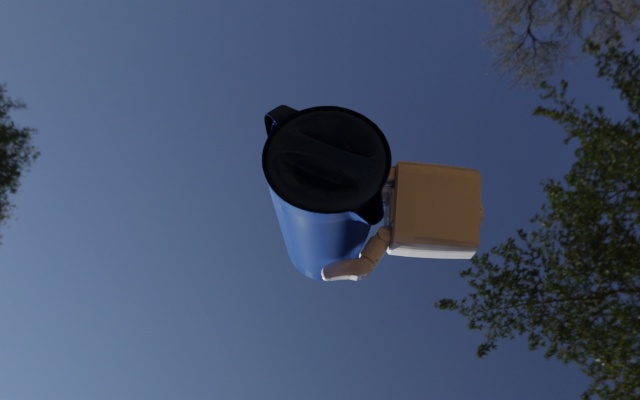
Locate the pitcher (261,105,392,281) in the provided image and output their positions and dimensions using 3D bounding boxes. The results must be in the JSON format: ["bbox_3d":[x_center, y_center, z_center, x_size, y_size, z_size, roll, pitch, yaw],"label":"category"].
[{"bbox_3d":[0.000,0.002,0.590,0.145,0.149,0.243,5,-29,2],"label":"pitcher"}]
